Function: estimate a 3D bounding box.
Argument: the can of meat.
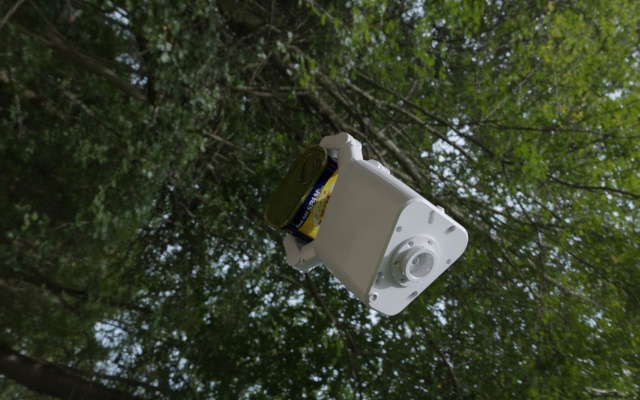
[{"bbox_3d":[0.000,0.002,0.539,0.084,0.102,0.057,32,1,-32],"label":"can of meat"}]
